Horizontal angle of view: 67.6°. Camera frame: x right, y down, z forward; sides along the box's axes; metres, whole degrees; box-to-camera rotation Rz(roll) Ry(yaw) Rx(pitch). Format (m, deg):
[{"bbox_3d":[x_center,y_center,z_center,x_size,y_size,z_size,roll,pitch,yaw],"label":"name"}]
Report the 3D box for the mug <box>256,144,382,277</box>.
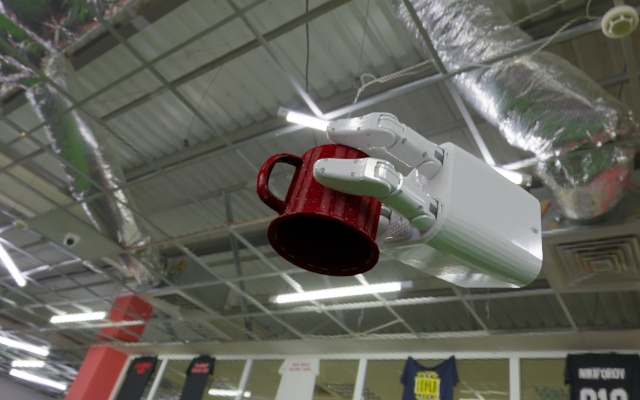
[{"bbox_3d":[-0.001,0.001,0.405,0.117,0.081,0.093,28,-37,-17],"label":"mug"}]
